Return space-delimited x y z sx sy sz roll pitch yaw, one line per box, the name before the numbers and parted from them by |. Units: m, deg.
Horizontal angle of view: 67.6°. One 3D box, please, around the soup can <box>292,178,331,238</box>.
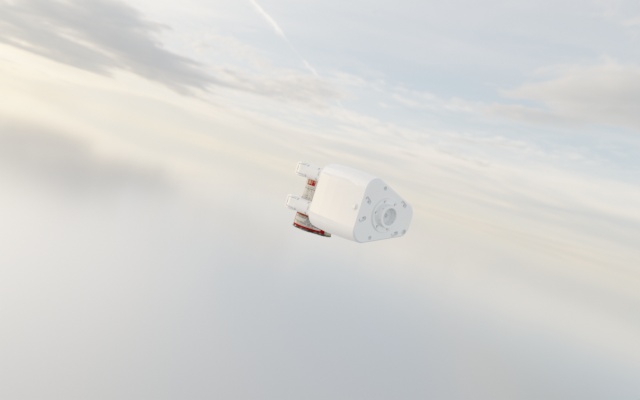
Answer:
soup can | 0.000 0.002 0.791 0.068 0.102 0.068 17 3 -1
